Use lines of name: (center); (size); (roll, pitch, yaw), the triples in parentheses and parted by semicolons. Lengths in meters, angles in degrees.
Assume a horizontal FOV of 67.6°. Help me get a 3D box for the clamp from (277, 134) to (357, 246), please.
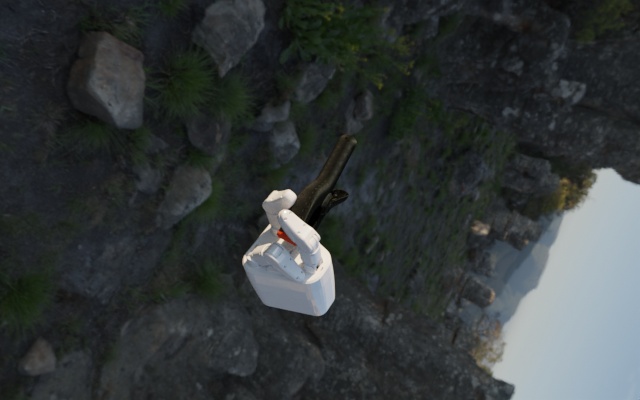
clamp: (0.001, 0.002, 0.648); (0.039, 0.171, 0.120); (23, -32, 24)
